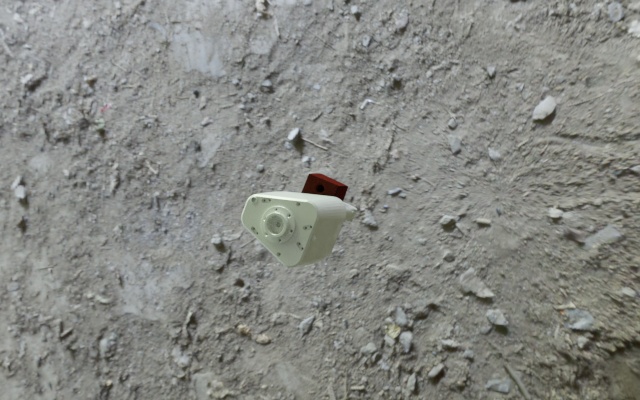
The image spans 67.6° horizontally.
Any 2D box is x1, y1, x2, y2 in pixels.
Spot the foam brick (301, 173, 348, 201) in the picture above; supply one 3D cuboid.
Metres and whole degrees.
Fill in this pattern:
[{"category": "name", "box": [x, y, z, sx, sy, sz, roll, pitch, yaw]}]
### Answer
[{"category": "foam brick", "box": [0.000, 0.002, 0.735, 0.053, 0.078, 0.051, 24, 9, 19]}]
